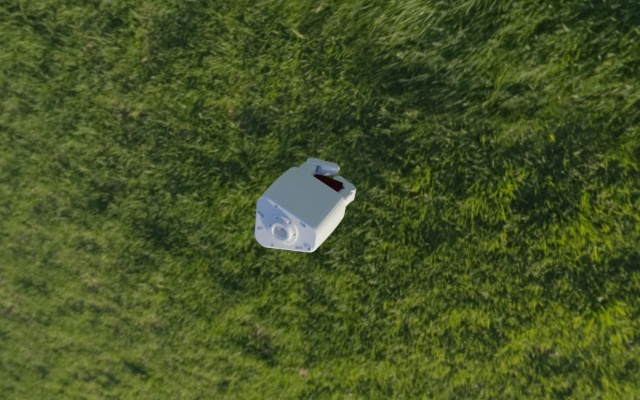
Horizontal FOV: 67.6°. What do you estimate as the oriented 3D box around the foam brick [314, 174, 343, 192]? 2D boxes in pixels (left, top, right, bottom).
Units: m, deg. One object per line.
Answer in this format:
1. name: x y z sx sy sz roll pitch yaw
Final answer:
1. foam brick: 0.000 0.003 0.821 0.053 0.078 0.051 21 34 20
